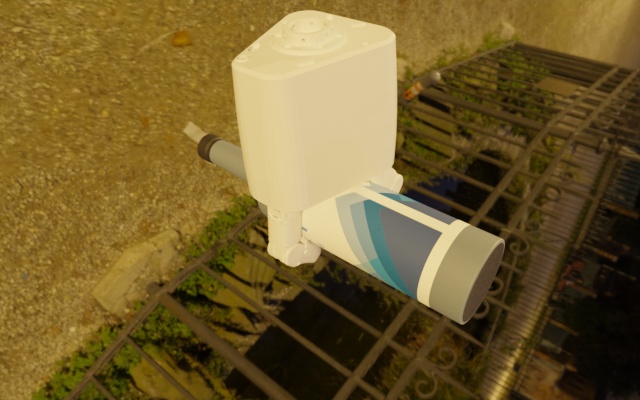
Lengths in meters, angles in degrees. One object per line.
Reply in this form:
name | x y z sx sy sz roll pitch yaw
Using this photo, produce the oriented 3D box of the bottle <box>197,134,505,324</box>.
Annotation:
bottle | 0.000 0.002 0.407 0.295 0.069 0.069 26 14 30
